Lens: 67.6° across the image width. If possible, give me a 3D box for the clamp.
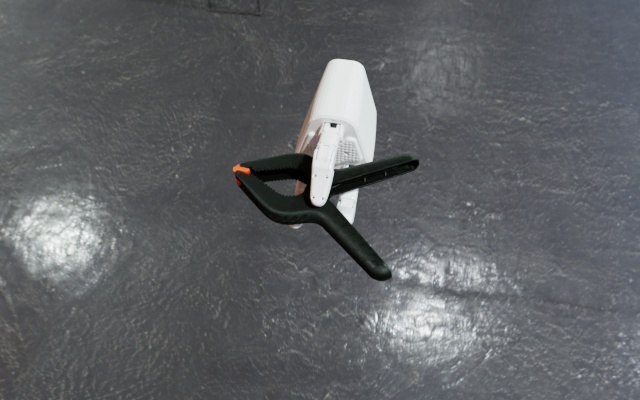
[{"bbox_3d":[0.000,0.001,0.532,0.210,0.164,0.036,8,-35,6],"label":"clamp"}]
